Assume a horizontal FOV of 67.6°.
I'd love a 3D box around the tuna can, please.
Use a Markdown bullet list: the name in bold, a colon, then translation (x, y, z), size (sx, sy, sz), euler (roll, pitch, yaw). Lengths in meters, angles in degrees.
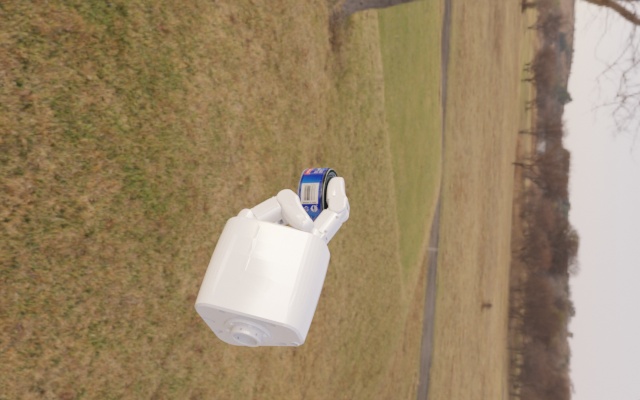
- **tuna can**: translation (0.001, 0.002, 0.595), size (0.034, 0.086, 0.086), euler (-1, -1, 18)
